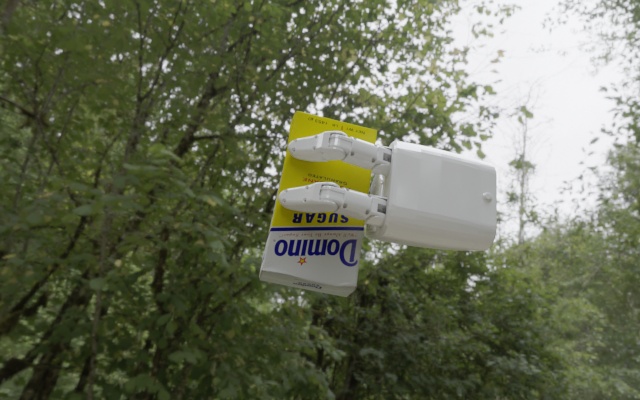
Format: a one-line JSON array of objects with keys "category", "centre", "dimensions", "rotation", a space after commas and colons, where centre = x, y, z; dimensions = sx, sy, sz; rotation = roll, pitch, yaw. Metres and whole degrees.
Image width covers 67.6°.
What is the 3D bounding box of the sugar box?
[{"category": "sugar box", "centre": [0.000, 0.001, 0.488], "dimensions": [0.093, 0.176, 0.048], "rotation": [12, -24, -7]}]
